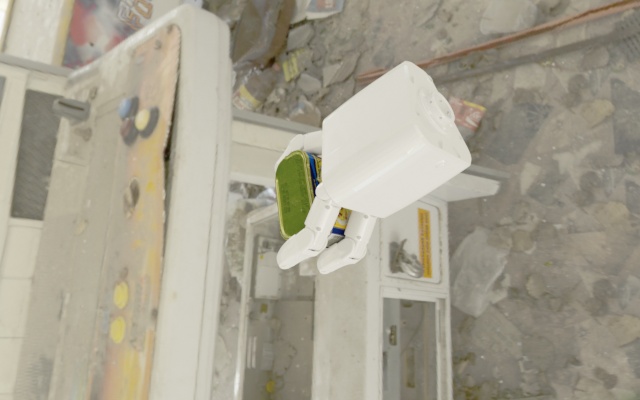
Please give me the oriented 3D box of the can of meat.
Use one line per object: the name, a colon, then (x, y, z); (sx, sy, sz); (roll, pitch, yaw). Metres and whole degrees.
can of meat: (0.000, 0.002, 0.522); (0.057, 0.102, 0.084); (-29, -30, 37)
